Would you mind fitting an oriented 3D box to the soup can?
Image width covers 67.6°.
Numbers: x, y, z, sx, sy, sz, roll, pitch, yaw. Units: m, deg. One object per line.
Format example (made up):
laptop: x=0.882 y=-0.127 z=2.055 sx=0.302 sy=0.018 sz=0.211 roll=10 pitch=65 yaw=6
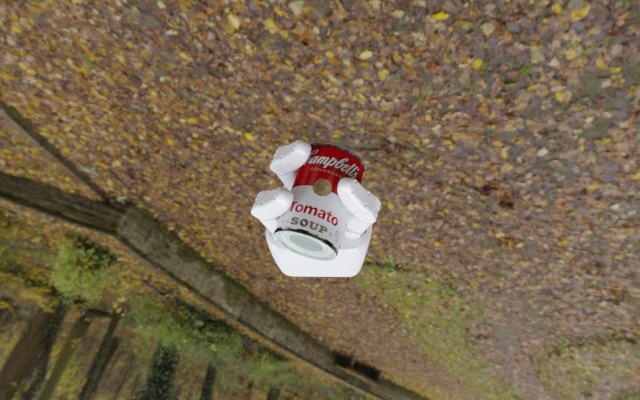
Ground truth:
soup can: x=0.000 y=0.002 z=0.484 sx=0.068 sy=0.102 sz=0.068 roll=16 pitch=-25 yaw=8
